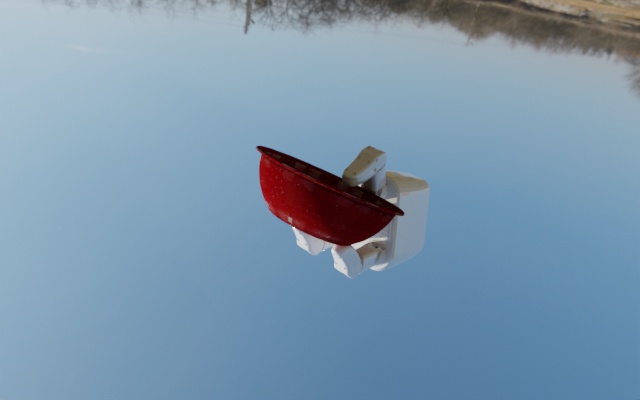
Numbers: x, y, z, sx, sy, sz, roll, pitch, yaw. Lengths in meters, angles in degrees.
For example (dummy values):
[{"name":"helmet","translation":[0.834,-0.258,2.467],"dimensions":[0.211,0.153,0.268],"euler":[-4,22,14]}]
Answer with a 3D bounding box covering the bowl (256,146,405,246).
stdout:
[{"name":"bowl","translation":[-0.001,0.002,0.481],"dimensions":[0.162,0.055,0.162],"euler":[25,6,-3]}]
